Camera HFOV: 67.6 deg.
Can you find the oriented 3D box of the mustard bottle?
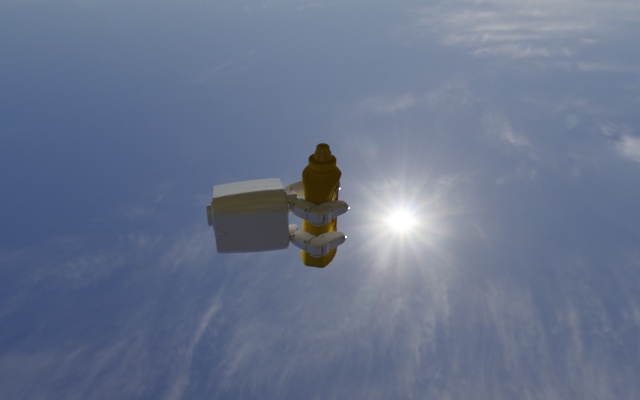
[{"bbox_3d":[0.000,0.003,0.730,0.058,0.192,0.096,8,33,10],"label":"mustard bottle"}]
